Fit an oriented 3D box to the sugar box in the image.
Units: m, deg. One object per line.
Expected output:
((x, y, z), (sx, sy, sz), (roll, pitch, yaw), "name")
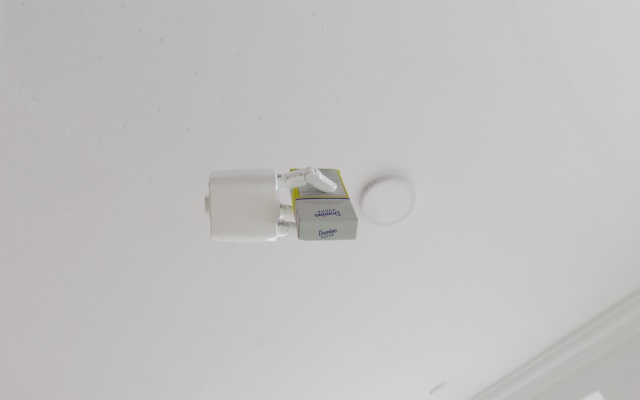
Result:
((0.000, 0.003, 0.795), (0.093, 0.048, 0.176), (0, 32, -8), "sugar box")
